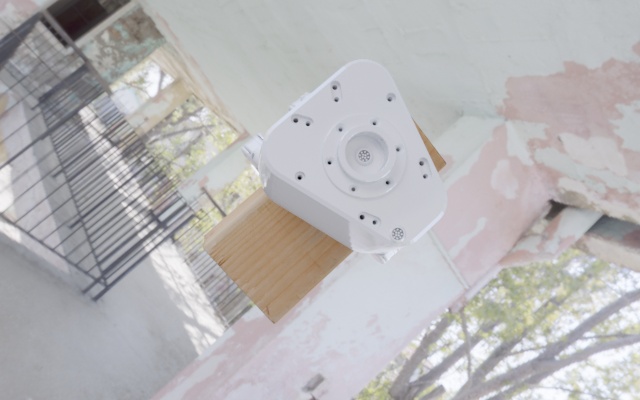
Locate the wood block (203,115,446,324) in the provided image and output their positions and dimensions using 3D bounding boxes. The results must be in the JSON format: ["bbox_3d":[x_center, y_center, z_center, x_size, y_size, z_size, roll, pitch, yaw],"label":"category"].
[{"bbox_3d":[0.000,0.002,0.444,0.206,0.091,0.090,-41,11,-8],"label":"wood block"}]
